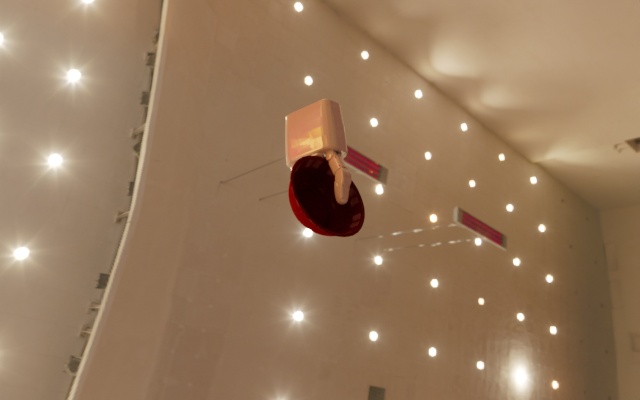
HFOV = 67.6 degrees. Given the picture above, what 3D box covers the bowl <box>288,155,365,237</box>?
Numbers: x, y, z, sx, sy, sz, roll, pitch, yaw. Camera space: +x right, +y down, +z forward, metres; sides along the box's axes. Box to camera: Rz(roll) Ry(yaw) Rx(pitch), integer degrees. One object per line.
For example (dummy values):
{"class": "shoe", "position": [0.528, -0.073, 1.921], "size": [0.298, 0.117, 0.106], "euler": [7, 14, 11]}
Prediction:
{"class": "bowl", "position": [0.000, 0.004, 0.834], "size": [0.162, 0.162, 0.055], "euler": [0, -30, -44]}
